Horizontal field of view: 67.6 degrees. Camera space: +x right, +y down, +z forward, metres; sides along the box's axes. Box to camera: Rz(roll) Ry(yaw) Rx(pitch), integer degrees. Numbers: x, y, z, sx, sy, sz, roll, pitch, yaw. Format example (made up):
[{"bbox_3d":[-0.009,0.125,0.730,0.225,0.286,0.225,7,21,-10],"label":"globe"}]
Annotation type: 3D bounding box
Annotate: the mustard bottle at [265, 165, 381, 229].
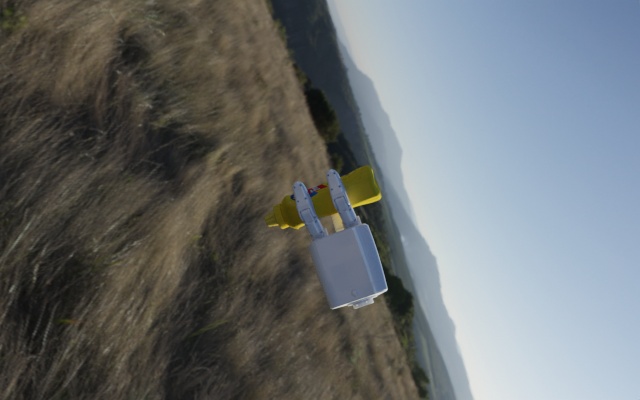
[{"bbox_3d":[0.000,0.002,0.774,0.191,0.058,0.096,-21,10,9],"label":"mustard bottle"}]
